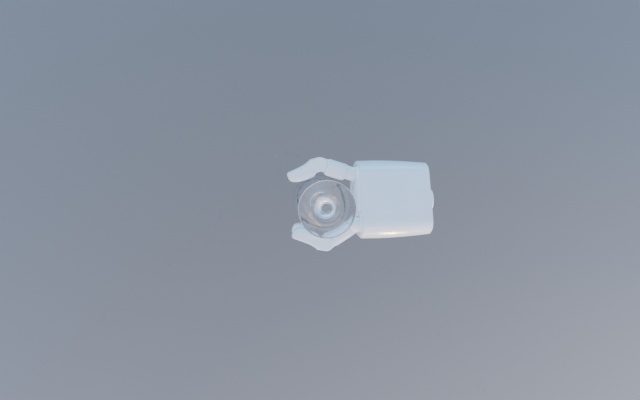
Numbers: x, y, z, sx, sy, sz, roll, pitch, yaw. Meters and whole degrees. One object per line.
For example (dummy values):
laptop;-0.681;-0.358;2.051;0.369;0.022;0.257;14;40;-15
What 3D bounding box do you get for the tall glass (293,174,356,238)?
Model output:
tall glass;0.000;0.002;0.699;0.079;0.079;0.201;0;5;-5
